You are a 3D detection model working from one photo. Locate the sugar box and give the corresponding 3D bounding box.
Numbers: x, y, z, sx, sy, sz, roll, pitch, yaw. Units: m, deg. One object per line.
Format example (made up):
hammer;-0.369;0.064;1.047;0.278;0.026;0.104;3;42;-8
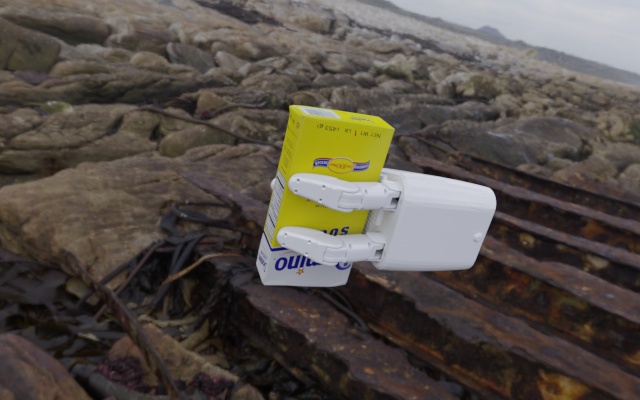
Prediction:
sugar box;0.000;0.002;0.464;0.093;0.176;0.048;4;23;-21
